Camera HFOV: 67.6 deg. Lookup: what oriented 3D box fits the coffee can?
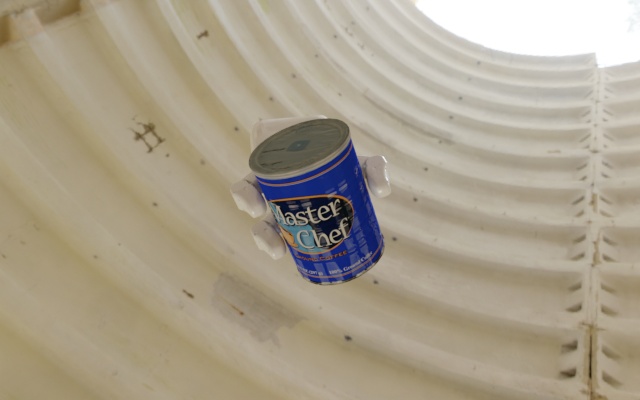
[{"bbox_3d":[0.000,0.002,0.492,0.103,0.140,0.102,-15,31,10],"label":"coffee can"}]
